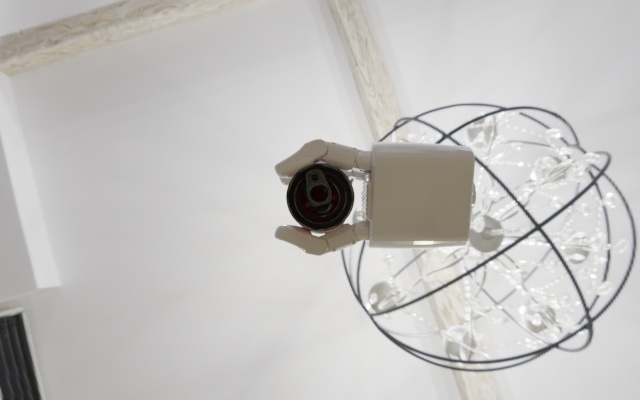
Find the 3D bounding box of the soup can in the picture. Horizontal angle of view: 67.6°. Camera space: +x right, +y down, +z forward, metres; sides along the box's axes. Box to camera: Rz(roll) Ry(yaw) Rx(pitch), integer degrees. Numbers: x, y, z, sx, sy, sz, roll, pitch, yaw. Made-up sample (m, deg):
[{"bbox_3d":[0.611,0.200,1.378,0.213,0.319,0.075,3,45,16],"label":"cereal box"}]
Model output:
[{"bbox_3d":[0.000,0.002,0.520,0.068,0.068,0.102,0,-6,0],"label":"soup can"}]
